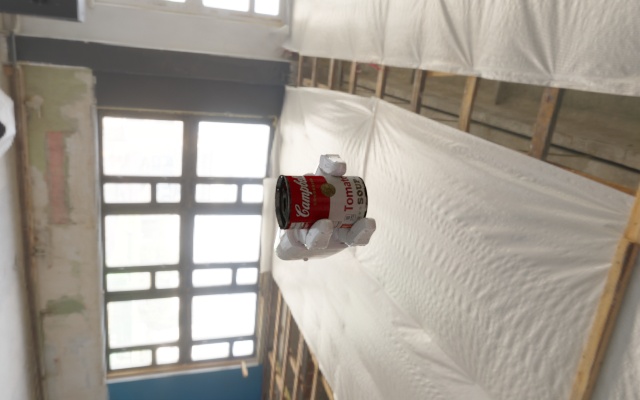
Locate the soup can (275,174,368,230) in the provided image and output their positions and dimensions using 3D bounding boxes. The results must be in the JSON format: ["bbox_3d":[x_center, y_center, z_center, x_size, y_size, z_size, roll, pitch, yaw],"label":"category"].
[{"bbox_3d":[0.001,0.002,0.596,0.102,0.068,0.068,0,0,-18],"label":"soup can"}]
